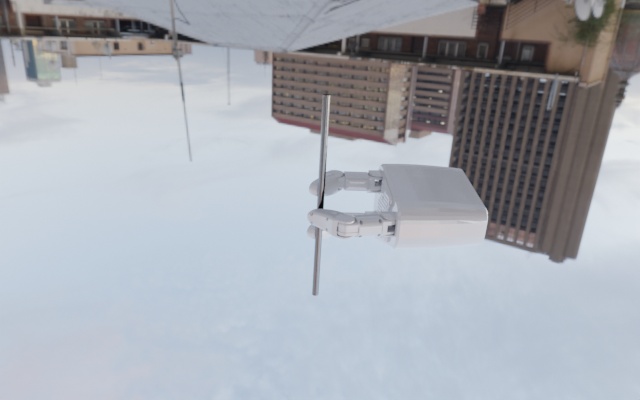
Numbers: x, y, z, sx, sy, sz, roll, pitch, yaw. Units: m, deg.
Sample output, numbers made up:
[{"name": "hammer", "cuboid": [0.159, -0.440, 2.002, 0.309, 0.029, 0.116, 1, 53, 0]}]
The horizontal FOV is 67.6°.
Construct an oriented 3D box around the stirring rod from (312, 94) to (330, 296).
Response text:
[{"name": "stirring rod", "cuboid": [0.000, 0.002, 0.544, 0.011, 0.240, 0.011, 3, 20, -1]}]
